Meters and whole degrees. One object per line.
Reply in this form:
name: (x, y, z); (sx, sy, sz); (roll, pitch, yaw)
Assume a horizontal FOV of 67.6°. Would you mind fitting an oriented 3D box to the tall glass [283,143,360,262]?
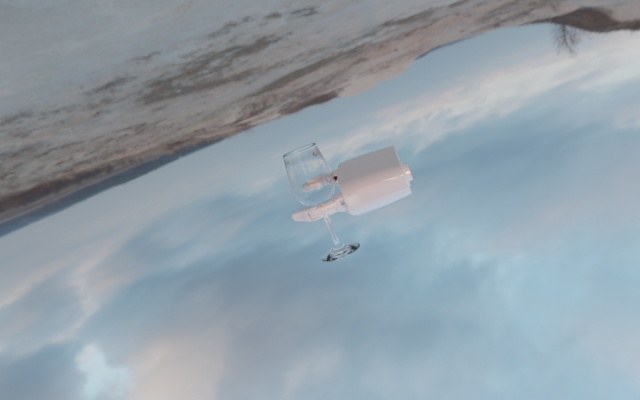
tall glass: (0.000, 0.003, 0.840); (0.079, 0.201, 0.079); (-22, 12, 5)
